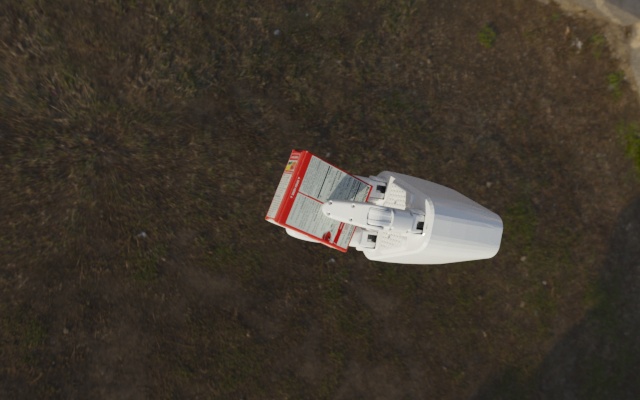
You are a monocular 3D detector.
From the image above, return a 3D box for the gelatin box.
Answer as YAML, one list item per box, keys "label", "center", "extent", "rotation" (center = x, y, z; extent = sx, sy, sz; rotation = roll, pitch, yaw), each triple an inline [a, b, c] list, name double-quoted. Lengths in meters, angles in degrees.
- label: "gelatin box"
  center: [0.000, 0.001, 0.465]
  extent: [0.089, 0.073, 0.030]
  rotation: [25, -7, -32]
